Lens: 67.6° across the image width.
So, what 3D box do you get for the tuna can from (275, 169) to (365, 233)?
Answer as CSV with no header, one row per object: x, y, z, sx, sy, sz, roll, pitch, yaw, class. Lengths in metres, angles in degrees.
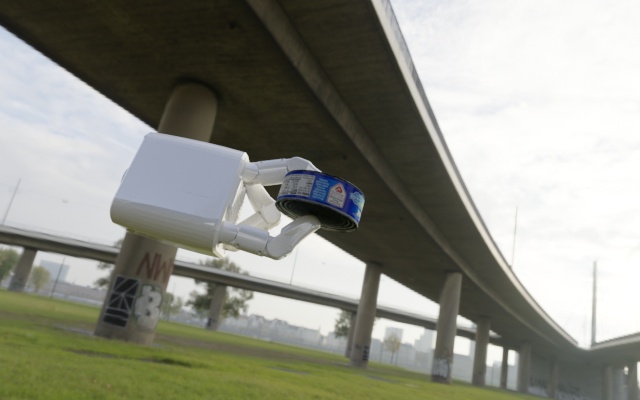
0.000,0.001,0.478,0.086,0.033,0.086,15,-17,5,tuna can
